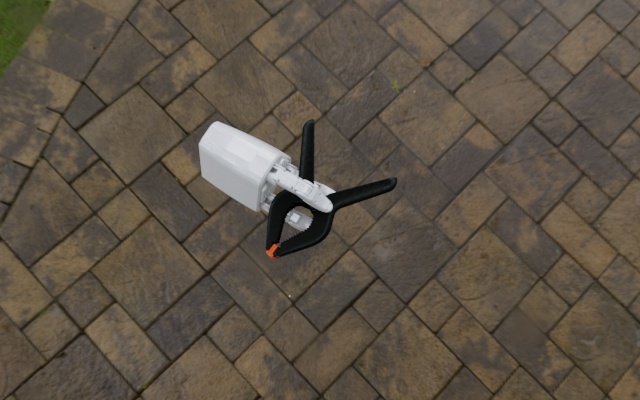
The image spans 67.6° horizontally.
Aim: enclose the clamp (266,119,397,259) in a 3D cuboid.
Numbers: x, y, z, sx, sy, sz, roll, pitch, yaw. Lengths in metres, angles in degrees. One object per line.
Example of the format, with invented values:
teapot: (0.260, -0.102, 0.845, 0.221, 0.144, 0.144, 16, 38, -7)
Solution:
clamp: (0.000, 0.002, 0.690, 0.164, 0.210, 0.036, 29, -12, 9)
